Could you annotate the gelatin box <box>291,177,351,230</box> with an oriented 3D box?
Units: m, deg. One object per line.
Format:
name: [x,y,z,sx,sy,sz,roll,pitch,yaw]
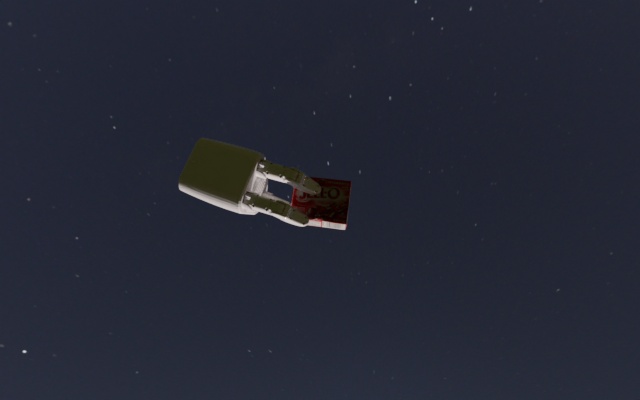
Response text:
gelatin box: [0.000,0.003,0.743,0.089,0.073,0.030,7,-22,2]
